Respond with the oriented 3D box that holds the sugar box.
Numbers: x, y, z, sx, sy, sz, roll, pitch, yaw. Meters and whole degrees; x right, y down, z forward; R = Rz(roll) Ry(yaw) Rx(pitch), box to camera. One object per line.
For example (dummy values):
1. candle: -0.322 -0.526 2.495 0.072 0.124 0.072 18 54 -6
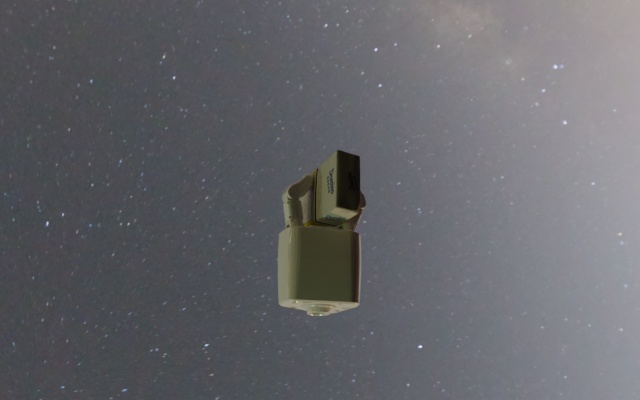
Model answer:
1. sugar box: 0.001 0.003 0.740 0.048 0.093 0.176 14 -26 -26
